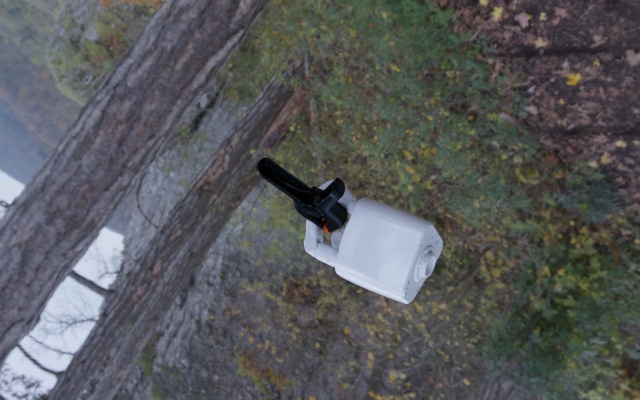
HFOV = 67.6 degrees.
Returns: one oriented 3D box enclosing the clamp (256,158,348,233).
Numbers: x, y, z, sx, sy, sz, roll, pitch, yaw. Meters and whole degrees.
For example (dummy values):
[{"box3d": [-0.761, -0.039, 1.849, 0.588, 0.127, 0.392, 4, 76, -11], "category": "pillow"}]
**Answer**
[{"box3d": [0.000, 0.003, 0.633, 0.120, 0.039, 0.171, 20, -14, 34], "category": "clamp"}]
